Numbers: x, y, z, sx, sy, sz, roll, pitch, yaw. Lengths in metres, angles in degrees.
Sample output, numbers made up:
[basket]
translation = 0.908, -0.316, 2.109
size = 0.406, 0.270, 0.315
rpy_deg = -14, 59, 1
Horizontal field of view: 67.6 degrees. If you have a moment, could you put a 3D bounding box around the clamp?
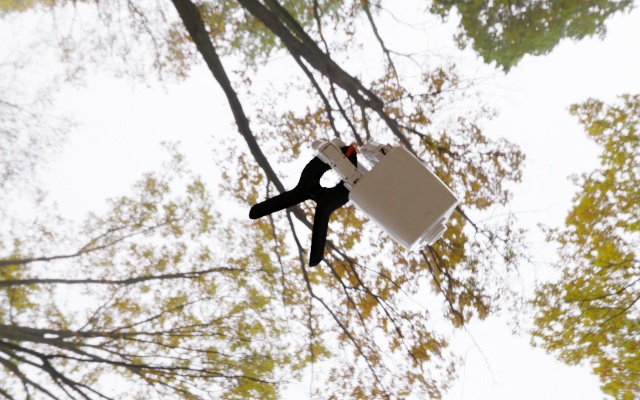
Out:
[clamp]
translation = 0.000, 0.002, 0.645
size = 0.171, 0.120, 0.039
rpy_deg = -43, -10, -5
